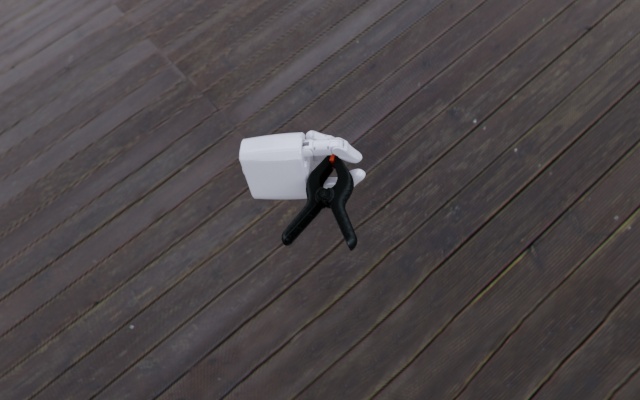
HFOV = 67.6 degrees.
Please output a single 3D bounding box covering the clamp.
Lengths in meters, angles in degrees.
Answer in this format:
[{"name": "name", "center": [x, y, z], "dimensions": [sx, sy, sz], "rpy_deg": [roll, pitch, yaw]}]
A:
[{"name": "clamp", "center": [0.000, 0.002, 0.758], "dimensions": [0.120, 0.171, 0.039], "rpy_deg": [-3, -31, 11]}]
